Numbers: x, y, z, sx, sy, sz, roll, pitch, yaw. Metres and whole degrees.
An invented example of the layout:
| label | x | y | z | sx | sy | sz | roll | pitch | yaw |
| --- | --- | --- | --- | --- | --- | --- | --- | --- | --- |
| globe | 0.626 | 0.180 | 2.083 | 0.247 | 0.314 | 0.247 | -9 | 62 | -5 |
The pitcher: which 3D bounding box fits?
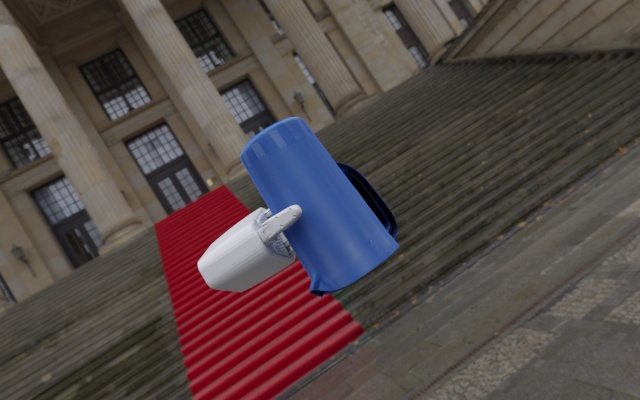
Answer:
| label | x | y | z | sx | sy | sz | roll | pitch | yaw |
| --- | --- | --- | --- | --- | --- | --- | --- | --- | --- |
| pitcher | 0.000 | 0.002 | 0.688 | 0.145 | 0.243 | 0.149 | -34 | -4 | 10 |
